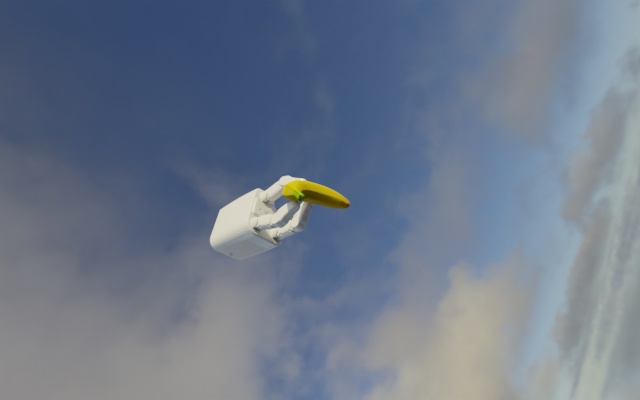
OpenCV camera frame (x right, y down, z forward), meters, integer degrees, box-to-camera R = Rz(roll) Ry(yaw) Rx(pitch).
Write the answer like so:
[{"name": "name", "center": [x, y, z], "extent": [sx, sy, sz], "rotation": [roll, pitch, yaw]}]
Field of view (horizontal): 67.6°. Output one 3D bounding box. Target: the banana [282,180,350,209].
[{"name": "banana", "center": [-0.015, -0.008, 0.861], "extent": [0.069, 0.037, 0.198], "rotation": [39, 15, 24]}]
